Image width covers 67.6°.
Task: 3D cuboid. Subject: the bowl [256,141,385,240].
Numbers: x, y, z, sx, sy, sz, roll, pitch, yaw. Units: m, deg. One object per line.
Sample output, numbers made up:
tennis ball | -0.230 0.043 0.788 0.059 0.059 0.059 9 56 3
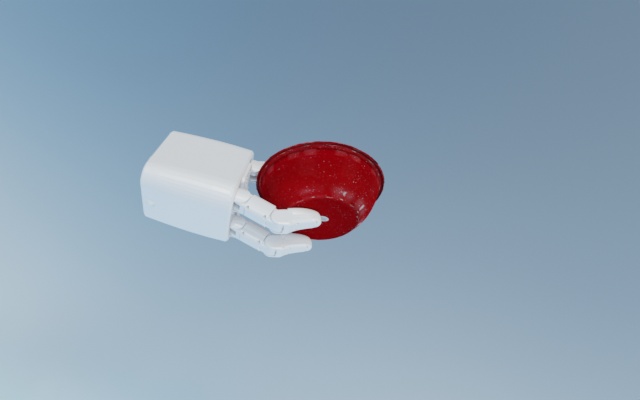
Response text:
bowl | 0.001 0.002 0.588 0.162 0.055 0.162 -1 -37 -1
